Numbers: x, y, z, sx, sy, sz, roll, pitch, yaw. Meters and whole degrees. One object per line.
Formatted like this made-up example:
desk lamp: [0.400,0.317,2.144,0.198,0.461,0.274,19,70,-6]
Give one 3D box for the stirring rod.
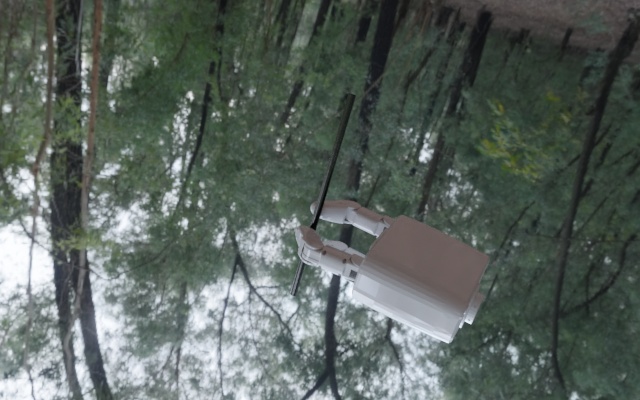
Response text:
stirring rod: [0.000,0.002,0.523,0.011,0.240,0.011,15,20,-5]
